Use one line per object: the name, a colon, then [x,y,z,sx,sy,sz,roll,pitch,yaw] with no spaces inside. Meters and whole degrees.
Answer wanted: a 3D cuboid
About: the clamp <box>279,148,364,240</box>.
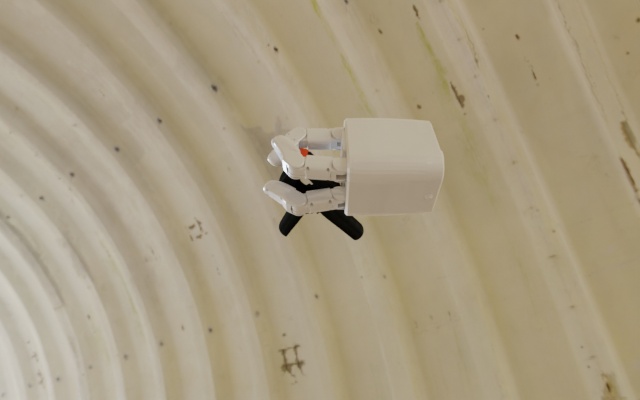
clamp: [0.000,0.001,0.621,0.120,0.039,0.172,2,-34,2]
